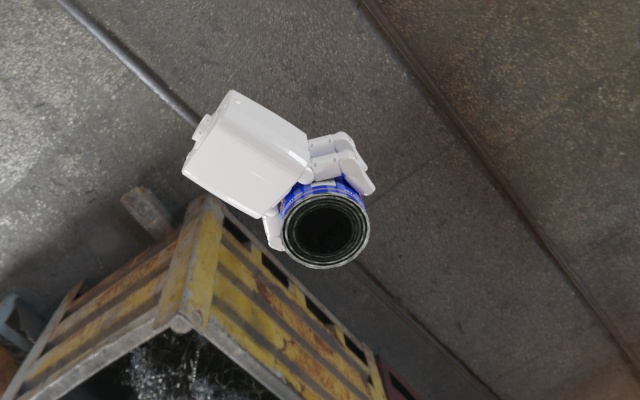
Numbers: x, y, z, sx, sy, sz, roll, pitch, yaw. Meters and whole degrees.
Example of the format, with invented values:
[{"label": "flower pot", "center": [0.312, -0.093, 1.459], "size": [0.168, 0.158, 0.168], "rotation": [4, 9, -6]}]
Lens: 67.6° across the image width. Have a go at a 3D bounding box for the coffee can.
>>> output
[{"label": "coffee can", "center": [0.000, 0.002, 0.596], "size": [0.103, 0.103, 0.140], "rotation": [0, 29, -5]}]
